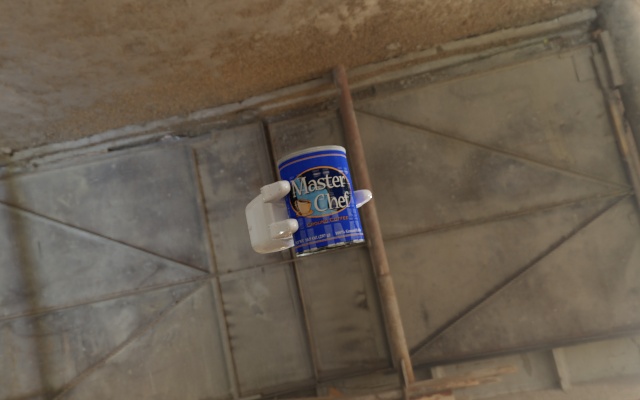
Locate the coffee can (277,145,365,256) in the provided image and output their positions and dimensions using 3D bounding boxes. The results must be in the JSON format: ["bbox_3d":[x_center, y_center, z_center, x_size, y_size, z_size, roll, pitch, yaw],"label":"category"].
[{"bbox_3d":[0.000,0.002,0.696,0.103,0.140,0.103,-12,-8,-2],"label":"coffee can"}]
